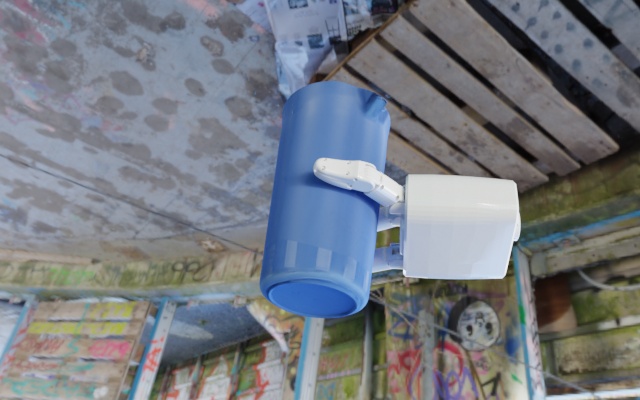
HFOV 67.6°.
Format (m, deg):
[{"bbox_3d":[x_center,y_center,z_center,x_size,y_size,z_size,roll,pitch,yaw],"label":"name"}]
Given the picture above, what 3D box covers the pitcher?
[{"bbox_3d":[0.000,0.002,0.534,0.145,0.242,0.149,3,-34,9],"label":"pitcher"}]
